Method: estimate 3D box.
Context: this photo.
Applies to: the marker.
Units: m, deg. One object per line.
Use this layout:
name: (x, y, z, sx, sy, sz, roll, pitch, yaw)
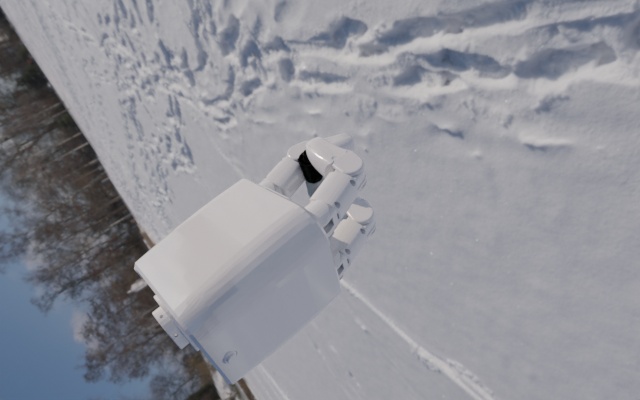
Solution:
marker: (0.000, 0.001, 0.429, 0.020, 0.020, 0.121, 0, -41, 13)
